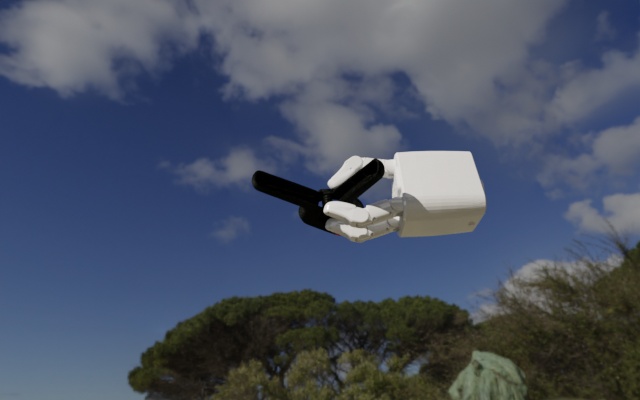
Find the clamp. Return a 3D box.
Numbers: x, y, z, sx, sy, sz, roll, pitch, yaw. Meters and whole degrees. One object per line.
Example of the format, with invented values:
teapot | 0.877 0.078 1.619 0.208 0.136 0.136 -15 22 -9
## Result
clamp | 0.000 0.002 0.664 0.164 0.036 0.210 -1 -23 2
